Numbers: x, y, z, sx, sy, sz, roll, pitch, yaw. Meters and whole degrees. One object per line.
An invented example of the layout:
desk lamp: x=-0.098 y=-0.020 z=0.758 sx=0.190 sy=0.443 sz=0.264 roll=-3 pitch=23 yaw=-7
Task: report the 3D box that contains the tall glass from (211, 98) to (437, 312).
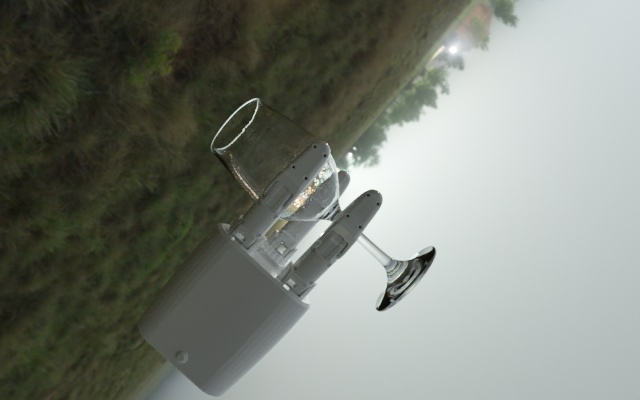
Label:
tall glass: x=0.001 y=0.002 z=0.412 sx=0.201 sy=0.079 sz=0.079 roll=42 pitch=0 yaw=0
